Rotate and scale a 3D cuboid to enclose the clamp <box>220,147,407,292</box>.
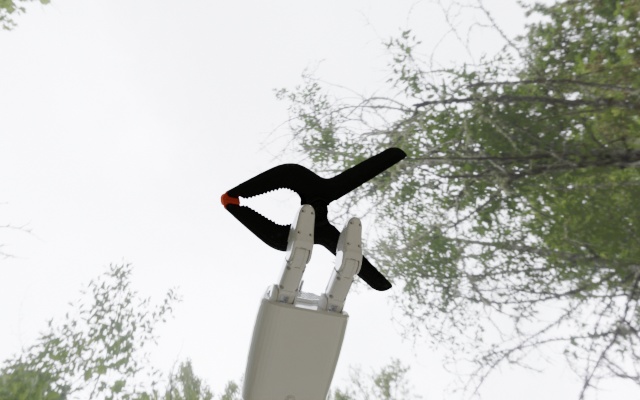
[{"bbox_3d":[-0.001,0.002,0.522,0.210,0.164,0.036,14,-5,-17],"label":"clamp"}]
